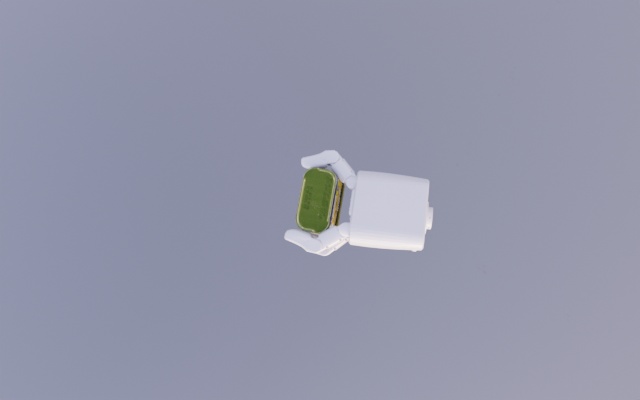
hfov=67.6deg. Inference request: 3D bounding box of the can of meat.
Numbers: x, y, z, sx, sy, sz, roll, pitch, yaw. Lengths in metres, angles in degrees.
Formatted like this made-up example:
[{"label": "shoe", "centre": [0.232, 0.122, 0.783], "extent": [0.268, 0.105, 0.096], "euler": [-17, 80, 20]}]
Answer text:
[{"label": "can of meat", "centre": [0.000, 0.002, 0.736], "extent": [0.057, 0.102, 0.084], "euler": [9, -2, 10]}]
